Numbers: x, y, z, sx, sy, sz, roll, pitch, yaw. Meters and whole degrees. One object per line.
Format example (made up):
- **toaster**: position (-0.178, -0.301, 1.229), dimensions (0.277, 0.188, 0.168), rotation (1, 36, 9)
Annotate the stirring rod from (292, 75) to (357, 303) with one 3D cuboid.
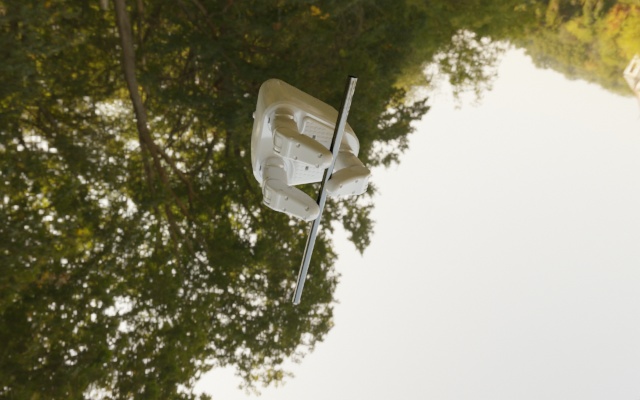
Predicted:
- **stirring rod**: position (0.000, 0.001, 0.452), dimensions (0.011, 0.240, 0.011), rotation (11, 26, -6)
